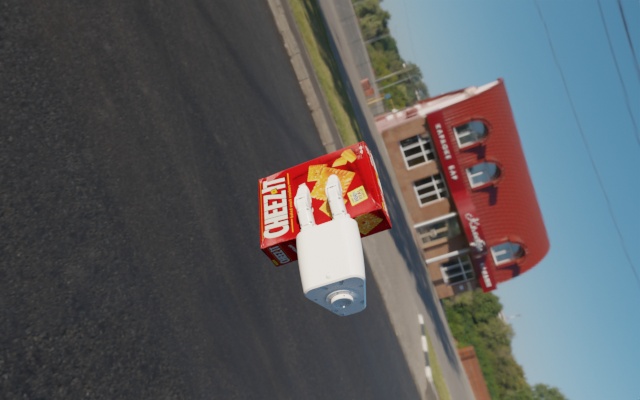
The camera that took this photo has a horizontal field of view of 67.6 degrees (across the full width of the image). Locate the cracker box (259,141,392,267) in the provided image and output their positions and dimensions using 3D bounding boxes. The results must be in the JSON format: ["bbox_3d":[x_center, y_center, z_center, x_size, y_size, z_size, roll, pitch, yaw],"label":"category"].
[{"bbox_3d":[0.000,0.003,0.833,0.214,0.164,0.072,-19,-43,12],"label":"cracker box"}]
